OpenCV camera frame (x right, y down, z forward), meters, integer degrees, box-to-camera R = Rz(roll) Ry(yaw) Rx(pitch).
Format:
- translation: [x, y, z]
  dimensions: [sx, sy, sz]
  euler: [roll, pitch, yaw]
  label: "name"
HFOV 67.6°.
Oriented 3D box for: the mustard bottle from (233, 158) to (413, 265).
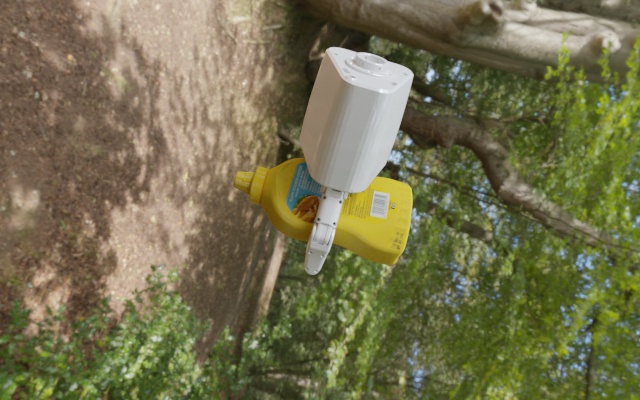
- translation: [0.000, 0.002, 0.521]
  dimensions: [0.191, 0.096, 0.058]
  euler: [15, -34, -2]
  label: "mustard bottle"
